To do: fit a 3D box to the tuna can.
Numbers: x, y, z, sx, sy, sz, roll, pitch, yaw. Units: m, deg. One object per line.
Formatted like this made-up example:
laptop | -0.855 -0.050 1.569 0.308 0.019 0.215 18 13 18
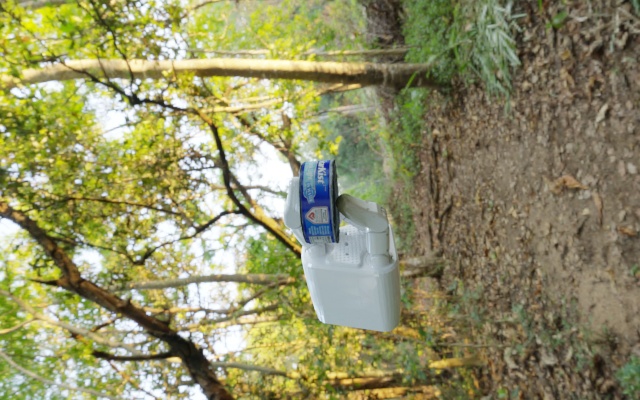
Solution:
tuna can | -0.001 0.002 0.487 0.034 0.086 0.086 -3 0 6
